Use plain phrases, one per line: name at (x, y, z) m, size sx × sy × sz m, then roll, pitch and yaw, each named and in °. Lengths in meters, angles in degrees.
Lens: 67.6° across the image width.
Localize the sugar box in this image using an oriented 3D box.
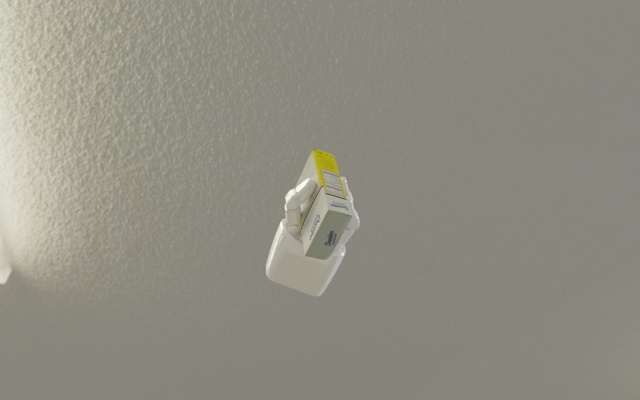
sugar box at (0.001, 0.003, 0.763) m, size 0.048 × 0.093 × 0.176 m, roll 13°, pitch 33°, yaw -21°
